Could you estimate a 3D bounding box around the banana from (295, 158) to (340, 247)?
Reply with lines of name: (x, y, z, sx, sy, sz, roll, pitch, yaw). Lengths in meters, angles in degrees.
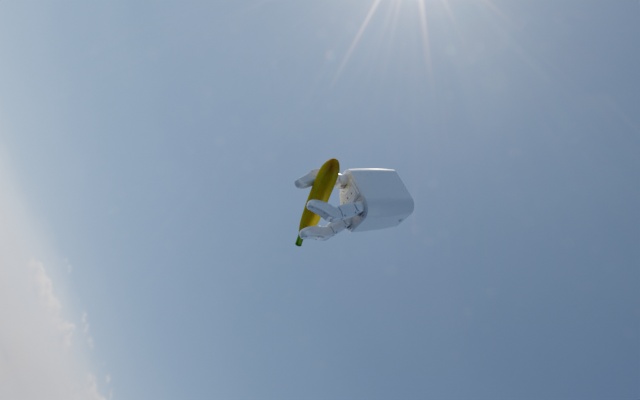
banana: (-0.001, -0.006, 0.858, 0.037, 0.198, 0.069, 15, 35, -9)
